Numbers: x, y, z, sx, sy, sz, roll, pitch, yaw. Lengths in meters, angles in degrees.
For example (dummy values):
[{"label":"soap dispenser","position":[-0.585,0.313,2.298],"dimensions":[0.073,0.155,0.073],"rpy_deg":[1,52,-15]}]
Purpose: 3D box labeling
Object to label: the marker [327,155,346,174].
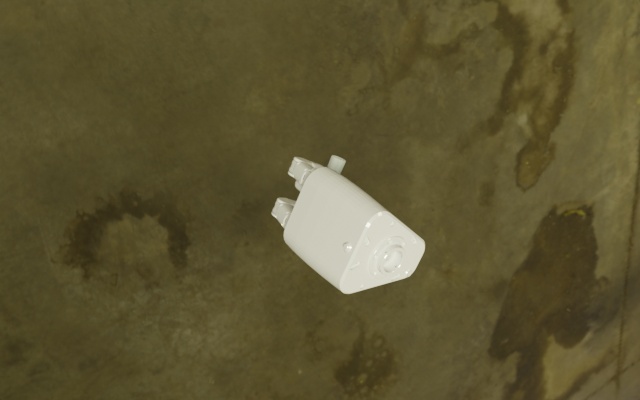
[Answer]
[{"label":"marker","position":[0.000,0.002,0.600],"dimensions":[0.020,0.121,0.020],"rpy_deg":[22,14,-5]}]
